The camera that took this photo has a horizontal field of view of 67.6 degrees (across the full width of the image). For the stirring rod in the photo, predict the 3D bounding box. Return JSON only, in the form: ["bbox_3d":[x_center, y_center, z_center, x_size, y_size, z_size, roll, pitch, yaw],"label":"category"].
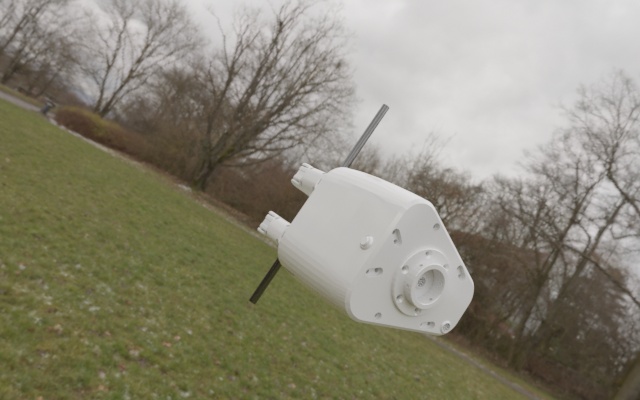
[{"bbox_3d":[0.000,0.002,0.482,0.011,0.239,0.011,34,-5,3],"label":"stirring rod"}]
